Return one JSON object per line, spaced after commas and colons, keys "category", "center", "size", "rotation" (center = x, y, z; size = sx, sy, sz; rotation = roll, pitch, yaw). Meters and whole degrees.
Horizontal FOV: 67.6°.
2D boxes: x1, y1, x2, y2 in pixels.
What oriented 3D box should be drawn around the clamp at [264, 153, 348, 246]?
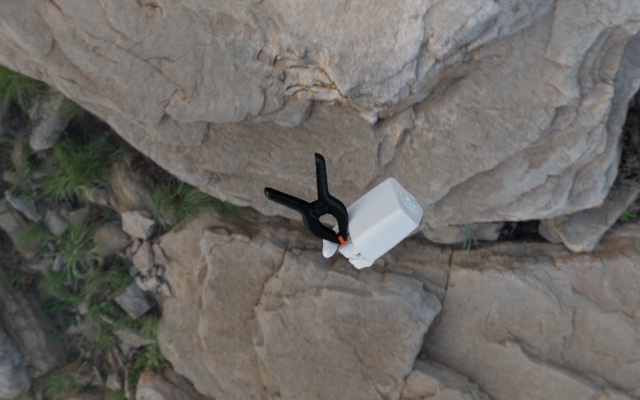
{"category": "clamp", "center": [0.000, 0.003, 0.830], "size": [0.120, 0.171, 0.039], "rotation": [-40, 20, 20]}
